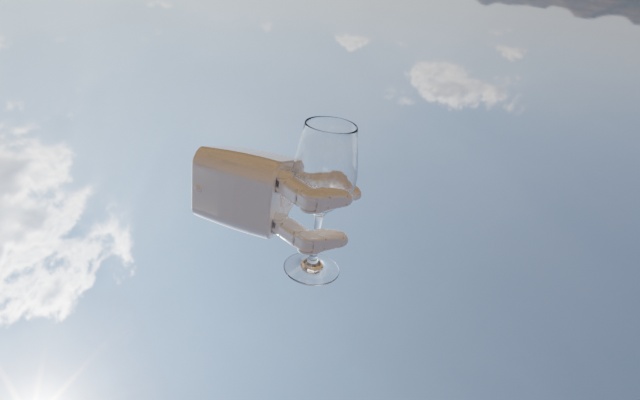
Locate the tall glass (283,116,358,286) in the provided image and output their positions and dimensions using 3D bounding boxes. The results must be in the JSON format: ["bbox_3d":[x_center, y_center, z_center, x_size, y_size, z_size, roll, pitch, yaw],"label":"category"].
[{"bbox_3d":[0.000,0.003,0.585,0.079,0.201,0.079,7,27,-3],"label":"tall glass"}]
